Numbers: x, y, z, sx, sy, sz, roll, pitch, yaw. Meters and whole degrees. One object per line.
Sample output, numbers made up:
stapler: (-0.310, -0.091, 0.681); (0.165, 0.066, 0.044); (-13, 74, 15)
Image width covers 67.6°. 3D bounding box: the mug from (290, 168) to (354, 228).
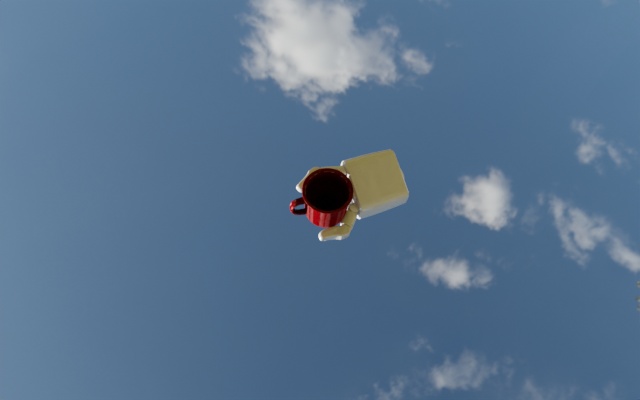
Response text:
mug: (-0.001, 0.003, 0.888); (0.117, 0.093, 0.081); (-17, -24, -11)
